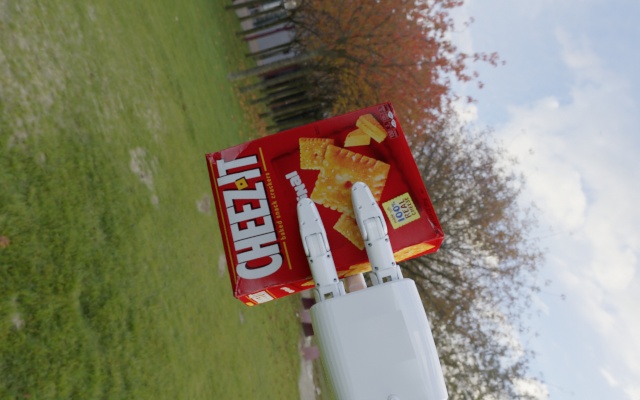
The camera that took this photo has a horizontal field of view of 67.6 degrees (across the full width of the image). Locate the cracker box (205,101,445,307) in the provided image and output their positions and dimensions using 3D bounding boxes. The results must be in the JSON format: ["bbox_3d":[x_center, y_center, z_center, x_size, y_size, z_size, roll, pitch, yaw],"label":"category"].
[{"bbox_3d":[0.000,0.002,0.509,0.214,0.164,0.072,-16,-21,-1],"label":"cracker box"}]
